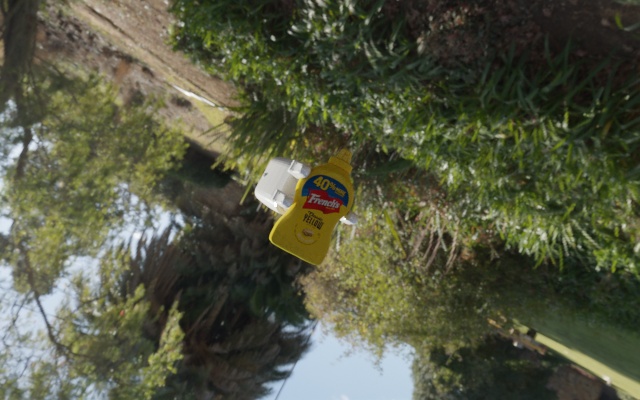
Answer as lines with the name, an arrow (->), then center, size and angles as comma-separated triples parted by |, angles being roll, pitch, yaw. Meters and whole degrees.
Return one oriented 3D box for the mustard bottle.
mustard bottle -> 0.000, 0.003, 0.784 | 0.096, 0.191, 0.058 | 28, -3, -9
